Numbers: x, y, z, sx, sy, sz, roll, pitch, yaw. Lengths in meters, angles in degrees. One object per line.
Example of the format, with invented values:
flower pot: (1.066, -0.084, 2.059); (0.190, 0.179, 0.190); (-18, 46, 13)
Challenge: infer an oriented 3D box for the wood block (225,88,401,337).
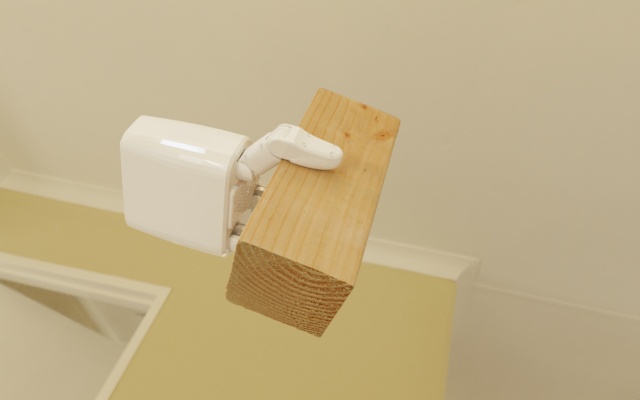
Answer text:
wood block: (0.000, 0.001, 0.433); (0.090, 0.206, 0.091); (22, -42, 0)
